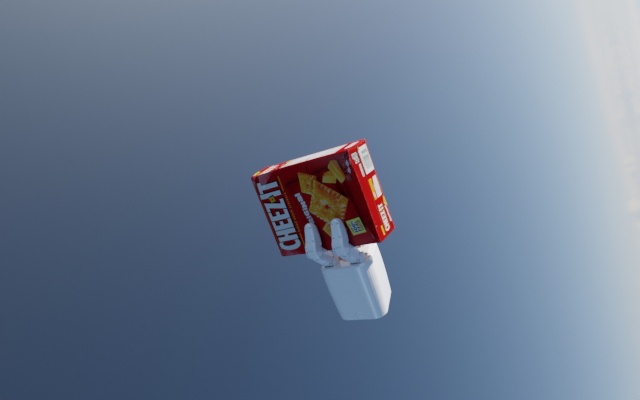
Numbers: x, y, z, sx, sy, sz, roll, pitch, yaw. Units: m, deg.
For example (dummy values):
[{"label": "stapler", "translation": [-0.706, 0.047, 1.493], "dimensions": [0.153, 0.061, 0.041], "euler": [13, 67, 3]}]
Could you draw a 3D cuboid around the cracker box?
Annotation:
[{"label": "cracker box", "translation": [0.000, 0.003, 0.830], "dimensions": [0.214, 0.164, 0.072], "euler": [-12, 14, 34]}]
